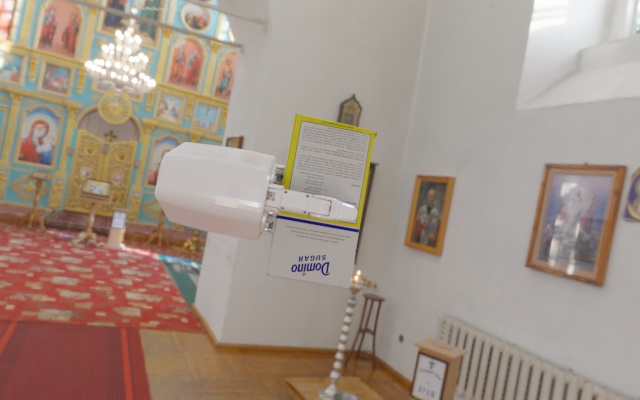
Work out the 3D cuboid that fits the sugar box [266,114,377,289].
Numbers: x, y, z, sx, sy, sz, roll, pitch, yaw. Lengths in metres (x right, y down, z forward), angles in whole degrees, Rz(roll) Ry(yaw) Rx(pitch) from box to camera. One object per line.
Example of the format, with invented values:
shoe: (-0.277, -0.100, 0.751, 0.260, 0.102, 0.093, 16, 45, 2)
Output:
sugar box: (0.000, 0.002, 0.529, 0.093, 0.176, 0.048, 11, -2, -6)
